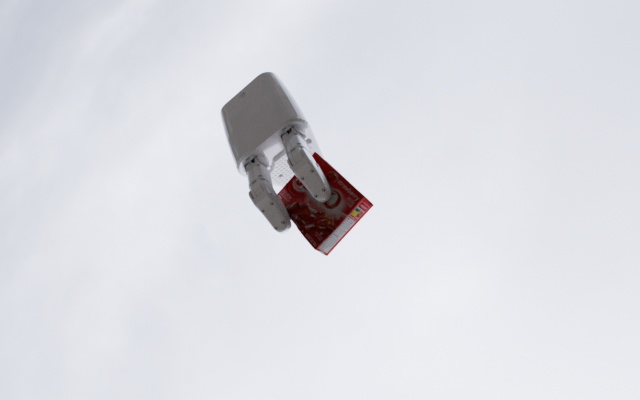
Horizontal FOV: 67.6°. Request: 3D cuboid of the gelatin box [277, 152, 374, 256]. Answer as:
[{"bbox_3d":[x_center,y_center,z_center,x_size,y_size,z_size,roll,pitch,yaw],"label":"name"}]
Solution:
[{"bbox_3d":[0.000,0.002,0.504,0.089,0.073,0.030,46,6,36],"label":"gelatin box"}]
